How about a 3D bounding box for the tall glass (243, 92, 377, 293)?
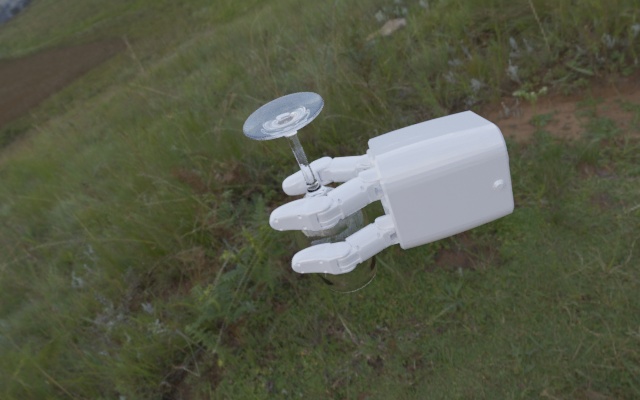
[{"bbox_3d":[0.000,0.001,0.465,0.079,0.201,0.079,-15,35,11],"label":"tall glass"}]
